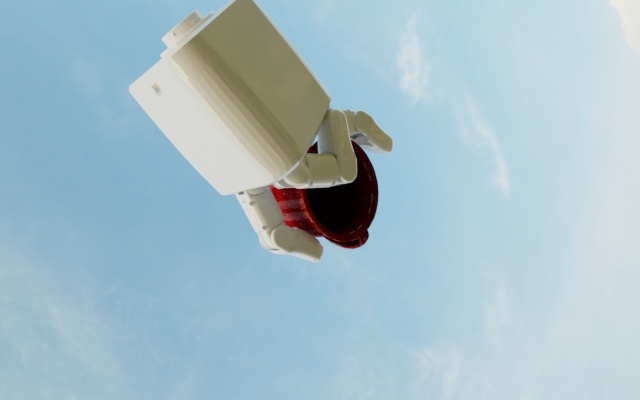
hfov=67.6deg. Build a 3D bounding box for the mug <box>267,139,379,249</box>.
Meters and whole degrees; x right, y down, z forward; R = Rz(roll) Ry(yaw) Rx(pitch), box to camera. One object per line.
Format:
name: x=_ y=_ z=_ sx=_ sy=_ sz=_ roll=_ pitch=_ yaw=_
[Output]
mug: x=0.001 y=0.002 z=0.448 sx=0.081 sy=0.093 sz=0.117 roll=-9 pitch=-51 yaw=48
